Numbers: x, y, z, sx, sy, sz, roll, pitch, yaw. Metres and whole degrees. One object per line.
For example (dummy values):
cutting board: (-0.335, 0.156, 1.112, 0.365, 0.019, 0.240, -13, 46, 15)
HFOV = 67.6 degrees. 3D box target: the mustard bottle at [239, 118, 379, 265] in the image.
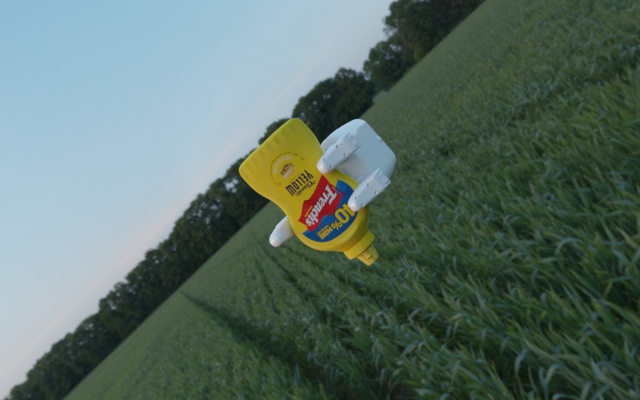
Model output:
mustard bottle: (0.000, 0.002, 0.569, 0.096, 0.191, 0.058, -42, 4, 7)
